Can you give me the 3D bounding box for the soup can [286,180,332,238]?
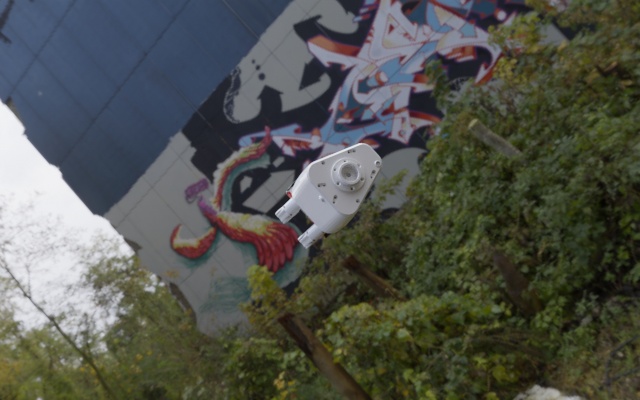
[{"bbox_3d":[0.000,0.002,0.789,0.068,0.102,0.068,-42,-3,-2],"label":"soup can"}]
